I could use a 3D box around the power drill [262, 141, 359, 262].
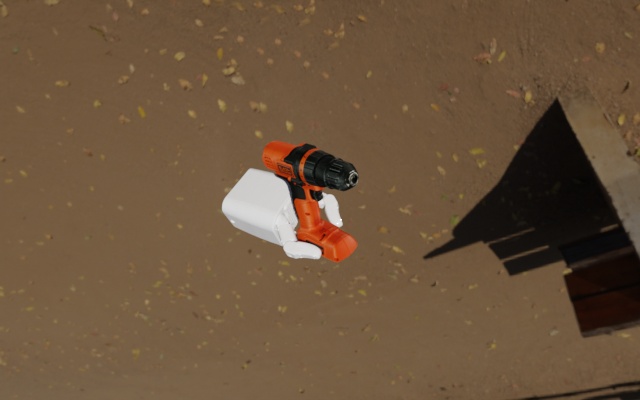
[{"bbox_3d":[0.000,0.003,0.728,0.057,0.188,0.184,-36,37,-28],"label":"power drill"}]
